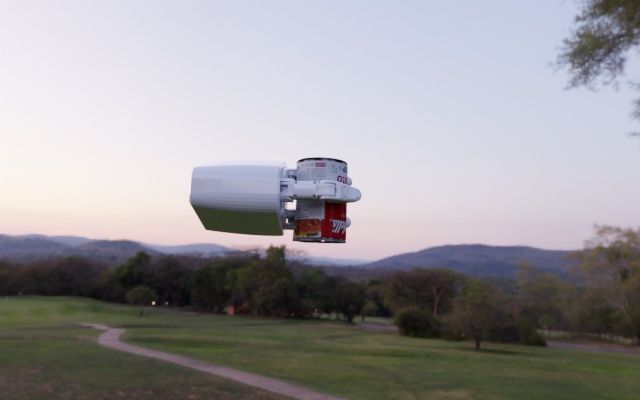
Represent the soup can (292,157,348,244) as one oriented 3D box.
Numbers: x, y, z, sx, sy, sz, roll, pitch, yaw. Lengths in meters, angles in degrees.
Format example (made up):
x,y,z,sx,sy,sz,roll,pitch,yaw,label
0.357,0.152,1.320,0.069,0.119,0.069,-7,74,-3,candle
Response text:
x,y,z,sx,sy,sz,roll,pitch,yaw,label
0.001,0.002,0.604,0.068,0.102,0.068,2,-8,0,soup can
